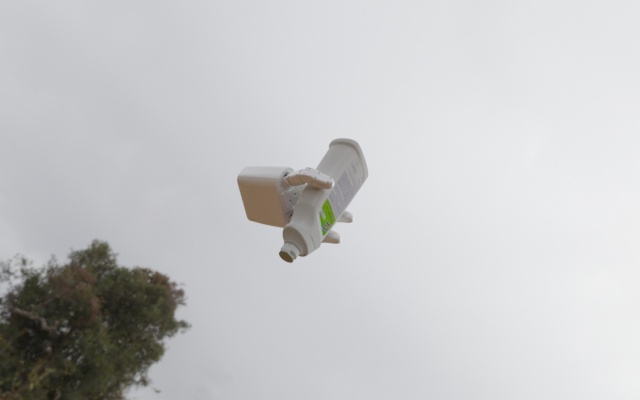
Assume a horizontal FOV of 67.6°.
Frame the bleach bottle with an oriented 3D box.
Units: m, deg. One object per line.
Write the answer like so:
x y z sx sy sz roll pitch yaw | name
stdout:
0.000 0.003 0.846 0.068 0.103 0.250 6 46 35 | bleach bottle
